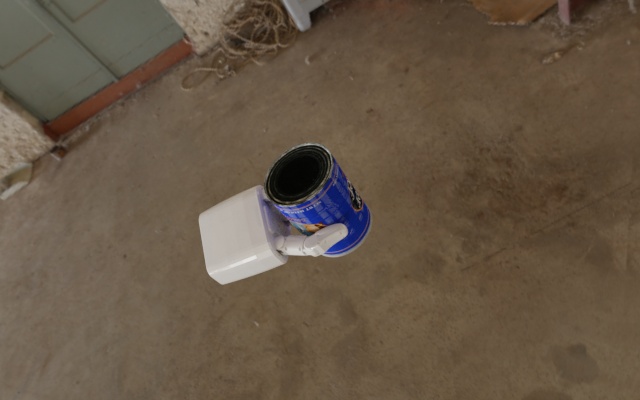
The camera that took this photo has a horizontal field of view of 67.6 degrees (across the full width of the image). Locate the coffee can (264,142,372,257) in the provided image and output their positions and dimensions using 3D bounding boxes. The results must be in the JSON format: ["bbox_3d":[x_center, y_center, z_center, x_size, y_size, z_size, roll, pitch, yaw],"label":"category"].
[{"bbox_3d":[0.000,0.002,0.669,0.103,0.102,0.140,0,-33,31],"label":"coffee can"}]
